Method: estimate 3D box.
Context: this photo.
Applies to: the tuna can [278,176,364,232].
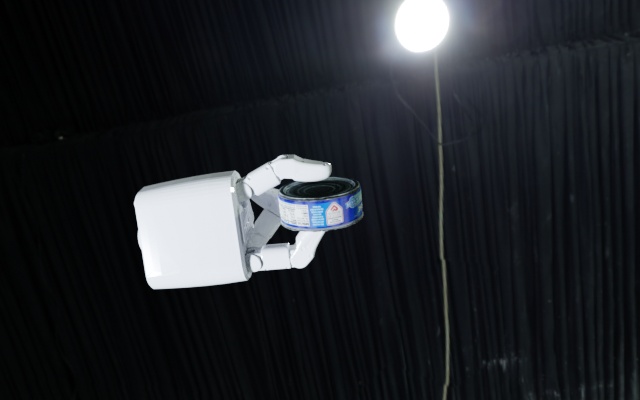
[{"bbox_3d":[0.000,0.001,0.487,0.086,0.034,0.086,-5,17,2],"label":"tuna can"}]
